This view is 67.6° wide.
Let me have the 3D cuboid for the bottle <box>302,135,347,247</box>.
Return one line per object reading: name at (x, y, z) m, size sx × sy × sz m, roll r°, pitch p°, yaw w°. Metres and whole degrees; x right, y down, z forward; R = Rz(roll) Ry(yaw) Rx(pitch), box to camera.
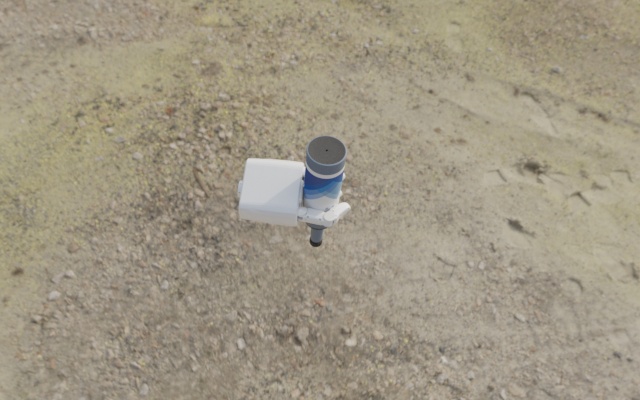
bottle at (0.000, 0.003, 0.897) m, size 0.069 × 0.069 × 0.296 m, roll 0°, pitch -35°, yaw -5°
